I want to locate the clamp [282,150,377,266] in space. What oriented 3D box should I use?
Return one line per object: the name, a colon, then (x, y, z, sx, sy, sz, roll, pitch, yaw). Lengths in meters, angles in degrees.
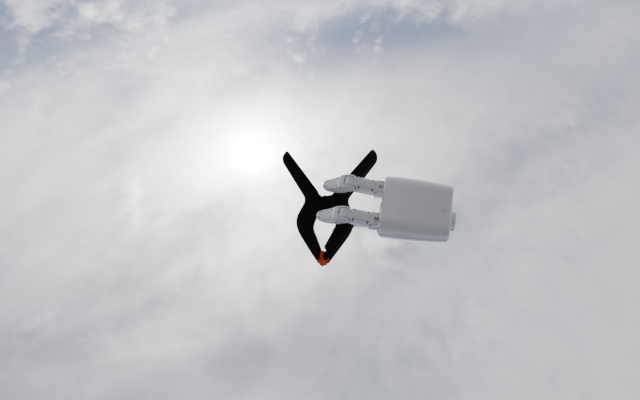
clamp: (0.000, 0.003, 0.796, 0.164, 0.210, 0.036, 6, -22, 13)
